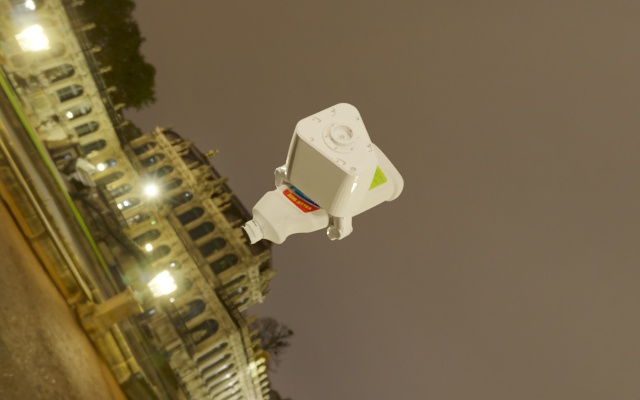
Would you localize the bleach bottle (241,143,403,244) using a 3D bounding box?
[{"bbox_3d":[0.000,0.002,0.730,0.251,0.102,0.068,-28,-19,-23],"label":"bleach bottle"}]
